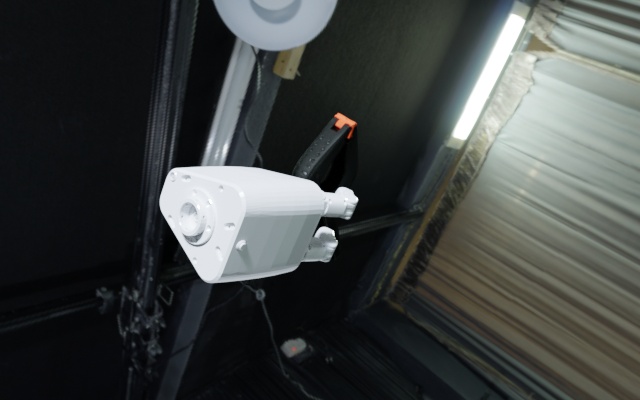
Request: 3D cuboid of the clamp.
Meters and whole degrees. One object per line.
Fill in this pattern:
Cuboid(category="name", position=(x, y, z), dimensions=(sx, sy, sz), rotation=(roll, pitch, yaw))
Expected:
Cuboid(category="clamp", position=(0.000, 0.001, 0.563), dimensions=(0.036, 0.210, 0.164), rotation=(36, 21, 32))
